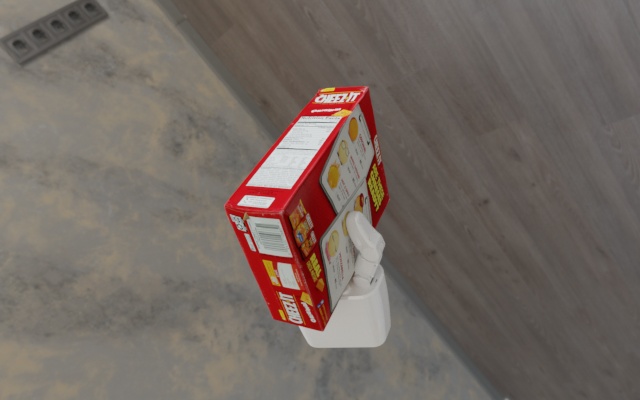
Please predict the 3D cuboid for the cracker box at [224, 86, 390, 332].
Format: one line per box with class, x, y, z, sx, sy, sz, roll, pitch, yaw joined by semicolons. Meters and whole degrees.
cracker box;0.000;0.002;0.514;0.072;0.164;0.213;6;43;26
